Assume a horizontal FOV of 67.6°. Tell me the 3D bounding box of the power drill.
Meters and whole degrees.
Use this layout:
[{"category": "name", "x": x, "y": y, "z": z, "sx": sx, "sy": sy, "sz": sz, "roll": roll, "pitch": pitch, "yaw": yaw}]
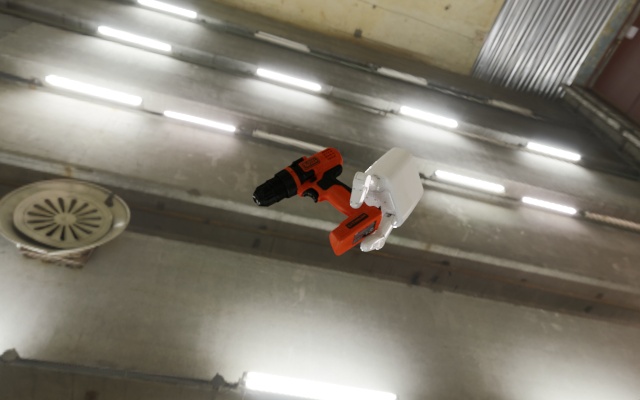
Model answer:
[{"category": "power drill", "x": 0.001, "y": 0.003, "z": 0.831, "sx": 0.184, "sy": 0.187, "sz": 0.057, "roll": -31, "pitch": -27, "yaw": -21}]
